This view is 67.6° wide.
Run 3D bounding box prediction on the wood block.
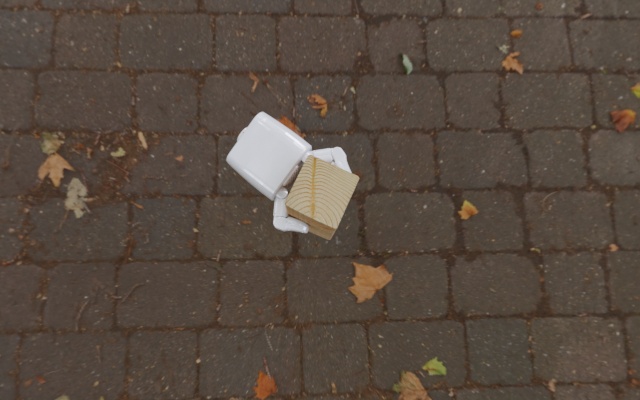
[{"bbox_3d":[0.000,0.003,0.825,0.090,0.091,0.206,25,-9,3],"label":"wood block"}]
